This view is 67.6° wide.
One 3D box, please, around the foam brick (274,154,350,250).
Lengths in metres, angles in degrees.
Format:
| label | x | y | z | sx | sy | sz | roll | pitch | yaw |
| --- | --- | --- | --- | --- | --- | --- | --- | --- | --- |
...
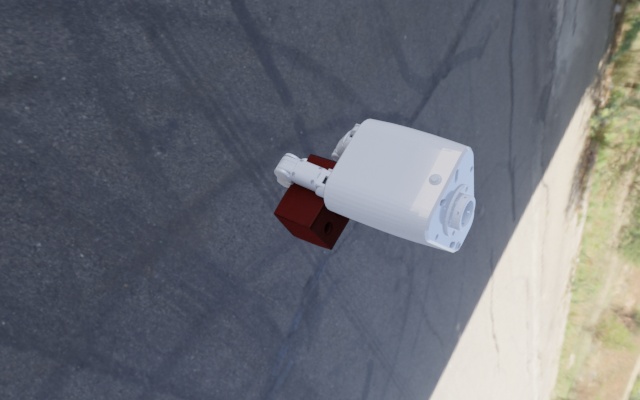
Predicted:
| label | x | y | z | sx | sy | sz | roll | pitch | yaw |
| --- | --- | --- | --- | --- | --- | --- | --- | --- | --- |
| foam brick | 0.000 | 0.002 | 0.490 | 0.051 | 0.078 | 0.053 | 21 | -18 | 33 |
